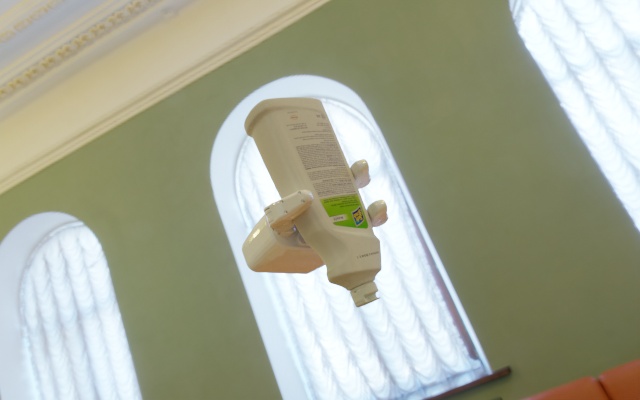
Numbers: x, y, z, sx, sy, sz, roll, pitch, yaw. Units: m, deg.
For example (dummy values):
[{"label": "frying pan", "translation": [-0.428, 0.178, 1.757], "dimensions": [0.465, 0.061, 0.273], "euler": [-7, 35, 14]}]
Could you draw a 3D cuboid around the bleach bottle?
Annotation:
[{"label": "bleach bottle", "translation": [0.000, 0.002, 0.551], "dimensions": [0.102, 0.250, 0.068], "euler": [-10, -20, -35]}]
